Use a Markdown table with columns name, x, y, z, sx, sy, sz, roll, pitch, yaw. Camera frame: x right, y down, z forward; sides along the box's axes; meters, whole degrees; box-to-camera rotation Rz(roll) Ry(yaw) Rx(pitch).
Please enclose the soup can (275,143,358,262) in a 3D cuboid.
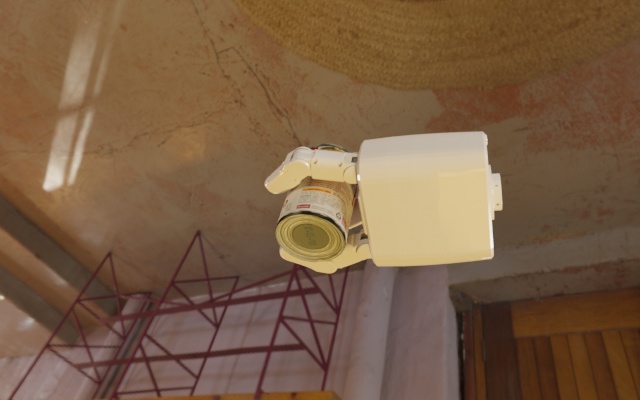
| name | x | y | z | sx | sy | sz | roll | pitch | yaw |
| --- | --- | --- | --- | --- | --- | --- | --- | --- | --- |
| soup can | 0.000 | 0.002 | 0.468 | 0.068 | 0.069 | 0.102 | 0 | 43 | 15 |
